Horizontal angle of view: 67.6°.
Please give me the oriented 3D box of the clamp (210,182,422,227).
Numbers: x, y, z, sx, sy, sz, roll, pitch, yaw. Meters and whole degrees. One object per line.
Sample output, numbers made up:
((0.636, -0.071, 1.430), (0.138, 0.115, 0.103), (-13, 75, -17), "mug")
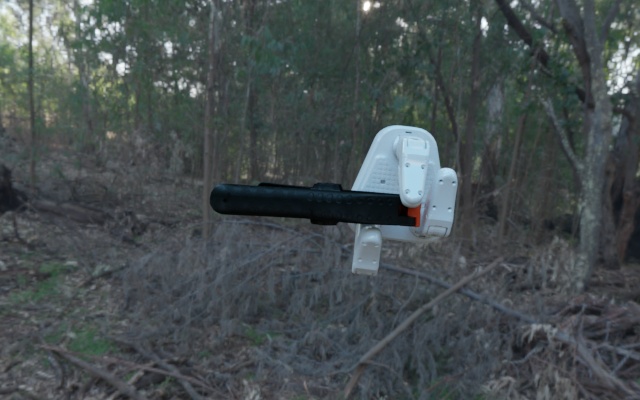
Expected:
((0.000, 0.001, 0.425), (0.171, 0.039, 0.120), (7, 10, 2), "clamp")
